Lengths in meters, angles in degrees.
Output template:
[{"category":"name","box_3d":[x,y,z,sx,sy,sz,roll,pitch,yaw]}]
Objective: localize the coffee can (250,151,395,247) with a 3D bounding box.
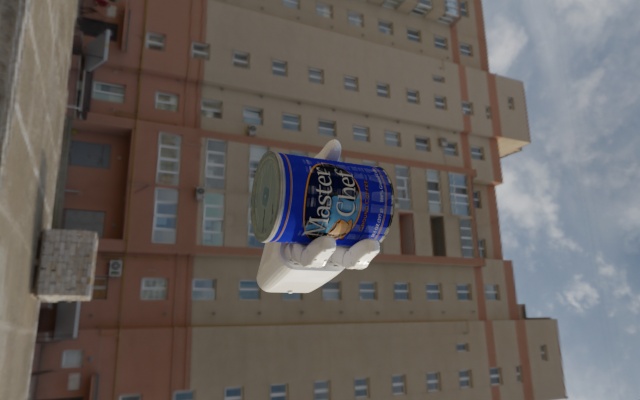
[{"category":"coffee can","box_3d":[0.000,0.002,0.560,0.140,0.103,0.103,6,-3,-24]}]
